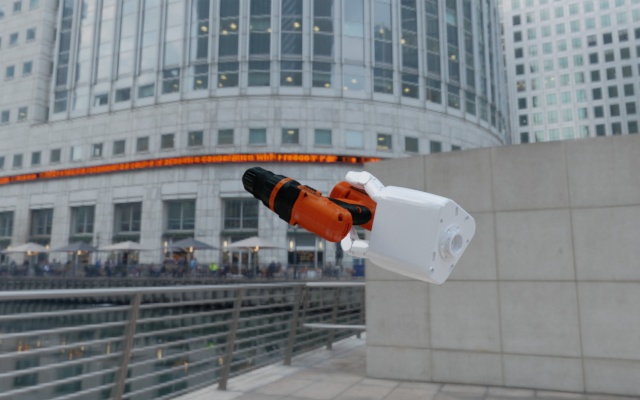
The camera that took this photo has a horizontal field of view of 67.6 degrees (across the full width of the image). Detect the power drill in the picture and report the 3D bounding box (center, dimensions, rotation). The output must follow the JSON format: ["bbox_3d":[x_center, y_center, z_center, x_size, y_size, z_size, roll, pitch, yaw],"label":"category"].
[{"bbox_3d":[0.001,0.002,0.697,0.184,0.057,0.187,30,17,31],"label":"power drill"}]
